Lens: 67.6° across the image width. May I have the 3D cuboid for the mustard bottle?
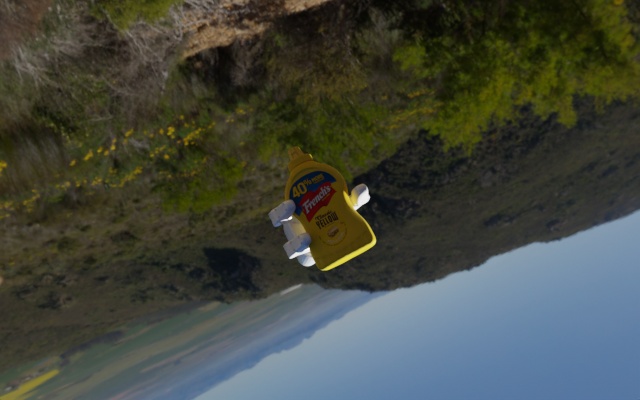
[{"bbox_3d":[0.000,0.003,0.728,0.096,0.191,0.058,-30,-13,10],"label":"mustard bottle"}]
